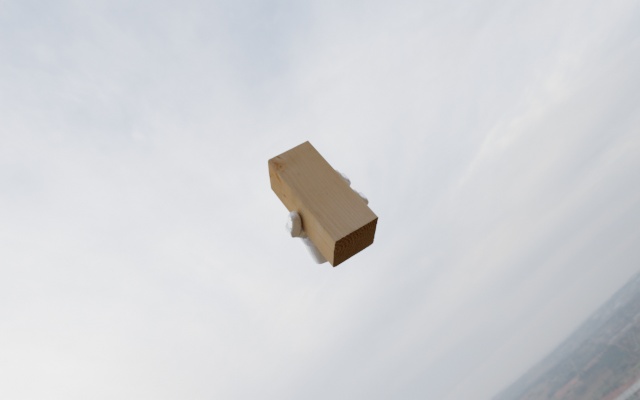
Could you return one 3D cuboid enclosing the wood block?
[{"bbox_3d":[0.000,0.003,0.847,0.091,0.206,0.090,-29,-30,-20],"label":"wood block"}]
